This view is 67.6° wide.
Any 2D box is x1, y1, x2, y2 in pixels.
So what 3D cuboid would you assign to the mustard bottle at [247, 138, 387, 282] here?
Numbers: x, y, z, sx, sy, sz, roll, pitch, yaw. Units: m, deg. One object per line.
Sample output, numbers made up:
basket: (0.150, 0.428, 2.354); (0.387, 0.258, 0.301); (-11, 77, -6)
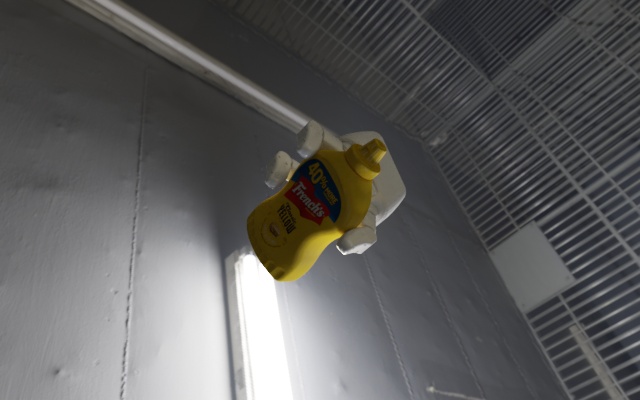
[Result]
mustard bottle: (0.000, 0.002, 0.527); (0.192, 0.096, 0.058); (-43, -30, 27)
